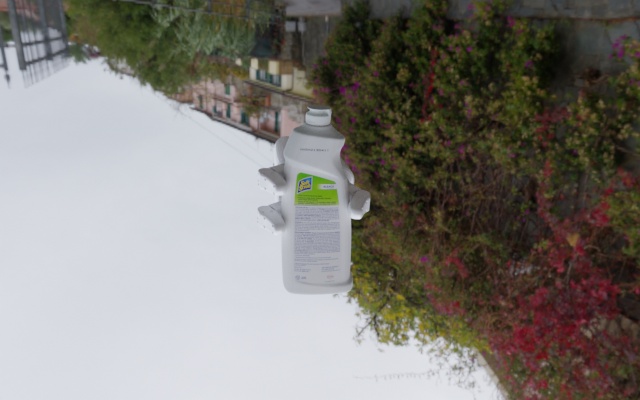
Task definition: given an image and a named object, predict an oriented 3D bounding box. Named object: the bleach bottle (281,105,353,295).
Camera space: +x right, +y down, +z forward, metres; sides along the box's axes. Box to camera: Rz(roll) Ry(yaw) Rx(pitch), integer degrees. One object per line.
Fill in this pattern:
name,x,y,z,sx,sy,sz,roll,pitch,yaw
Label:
bleach bottle,0.000,0.002,0.628,0.102,0.251,0.068,-1,23,-10
